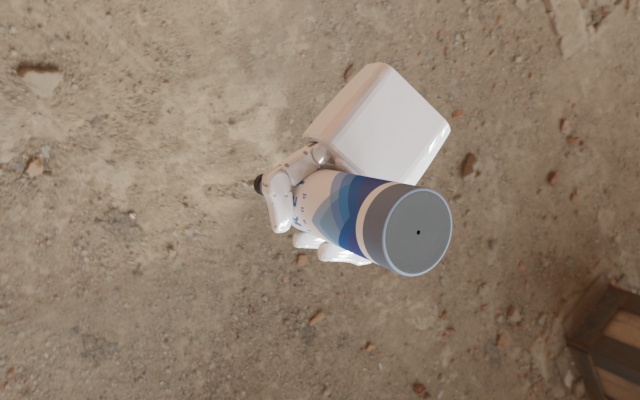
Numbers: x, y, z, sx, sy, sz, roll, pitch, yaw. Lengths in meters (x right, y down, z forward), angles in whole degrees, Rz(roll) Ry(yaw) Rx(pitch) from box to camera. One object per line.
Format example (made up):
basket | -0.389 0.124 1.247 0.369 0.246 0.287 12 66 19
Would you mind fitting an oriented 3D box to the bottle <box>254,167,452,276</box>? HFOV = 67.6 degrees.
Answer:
bottle | 0.000 0.002 0.473 0.069 0.069 0.295 0 9 -30
